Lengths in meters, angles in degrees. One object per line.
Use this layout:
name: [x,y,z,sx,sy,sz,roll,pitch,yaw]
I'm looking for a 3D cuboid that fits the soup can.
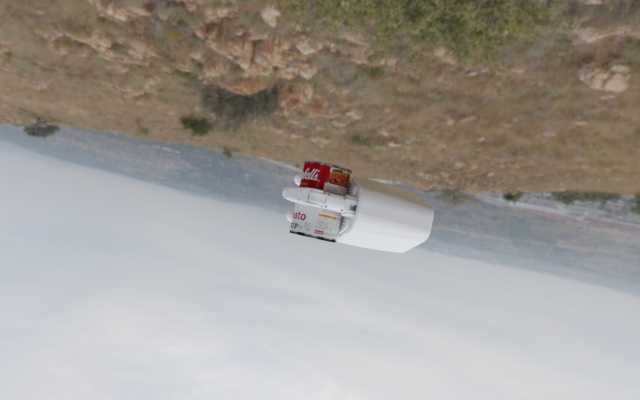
soup can: [0.000,0.002,0.661,0.068,0.102,0.068,12,-3,1]
